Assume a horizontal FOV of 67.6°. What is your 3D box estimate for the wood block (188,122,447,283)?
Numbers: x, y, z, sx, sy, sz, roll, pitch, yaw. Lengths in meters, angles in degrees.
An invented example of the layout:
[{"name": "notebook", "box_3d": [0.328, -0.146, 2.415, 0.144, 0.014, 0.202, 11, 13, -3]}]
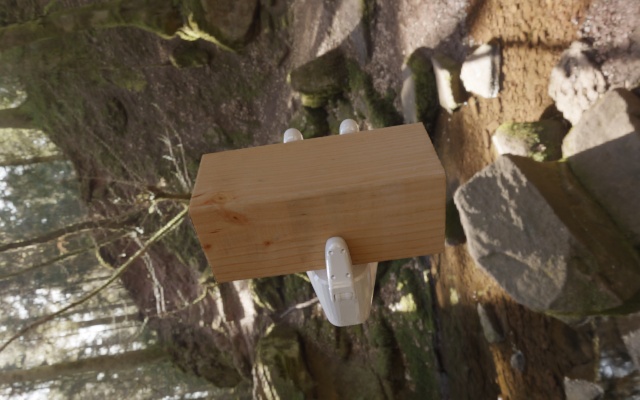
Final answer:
[{"name": "wood block", "box_3d": [0.000, 0.002, 0.434, 0.206, 0.090, 0.090, -8, 38, 2]}]
